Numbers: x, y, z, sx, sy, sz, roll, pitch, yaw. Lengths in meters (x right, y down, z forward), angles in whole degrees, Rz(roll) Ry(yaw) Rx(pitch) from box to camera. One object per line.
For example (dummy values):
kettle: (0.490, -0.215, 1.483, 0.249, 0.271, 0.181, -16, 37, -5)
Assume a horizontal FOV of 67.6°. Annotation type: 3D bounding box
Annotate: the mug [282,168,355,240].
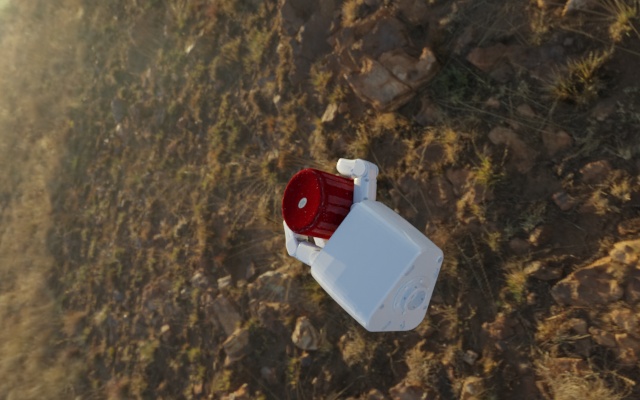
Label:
mug: (-0.001, 0.001, 0.605, 0.081, 0.093, 0.117, 14, 17, -41)
